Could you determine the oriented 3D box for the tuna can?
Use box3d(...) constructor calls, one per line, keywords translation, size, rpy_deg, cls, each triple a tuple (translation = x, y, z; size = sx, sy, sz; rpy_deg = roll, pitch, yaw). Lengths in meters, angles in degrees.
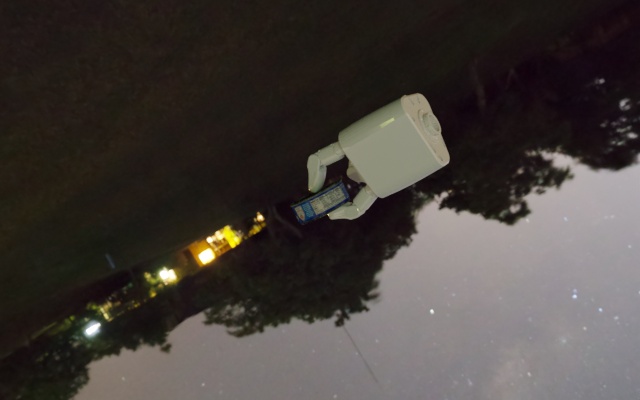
box3d(translation=(0.000, 0.003, 0.711), size=(0.086, 0.034, 0.086), rpy_deg=(-27, 4, 2), cls="tuna can")
